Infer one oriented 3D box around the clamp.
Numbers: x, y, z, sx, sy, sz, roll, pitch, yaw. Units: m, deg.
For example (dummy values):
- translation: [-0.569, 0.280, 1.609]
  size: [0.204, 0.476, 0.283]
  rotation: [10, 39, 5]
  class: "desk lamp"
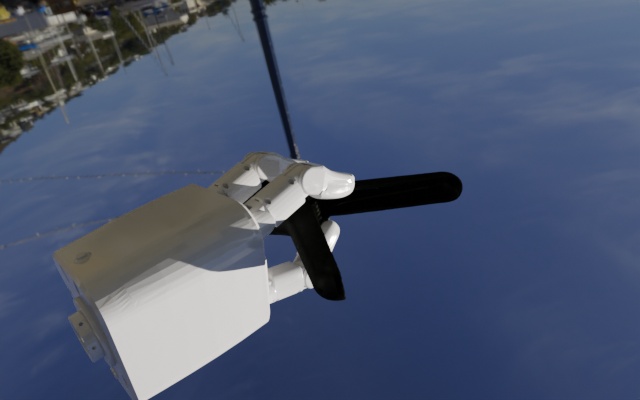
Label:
- translation: [0.000, 0.002, 0.404]
  size: [0.164, 0.036, 0.210]
  rotation: [-28, 30, -33]
  class: "clamp"
